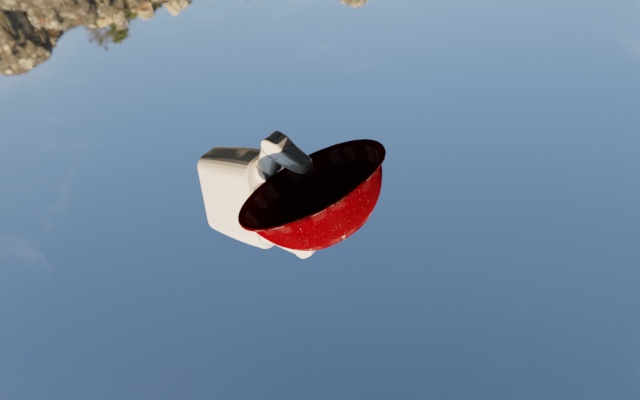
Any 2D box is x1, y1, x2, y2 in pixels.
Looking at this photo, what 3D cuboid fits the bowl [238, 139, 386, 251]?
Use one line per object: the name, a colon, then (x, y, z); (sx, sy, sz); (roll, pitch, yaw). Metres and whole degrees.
bowl: (0.001, 0.002, 0.482); (0.162, 0.055, 0.162); (-24, 22, 10)
